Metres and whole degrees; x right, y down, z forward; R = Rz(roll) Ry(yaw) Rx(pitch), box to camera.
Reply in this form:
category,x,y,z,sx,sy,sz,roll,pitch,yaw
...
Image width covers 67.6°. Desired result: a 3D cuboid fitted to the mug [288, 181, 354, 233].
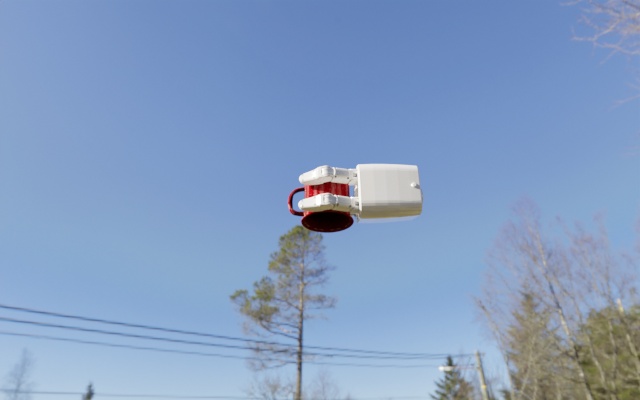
category,x,y,z,sx,sy,sz,roll,pitch,yaw
mug,-0.001,0.003,0.857,0.117,0.081,0.093,0,-27,-1
